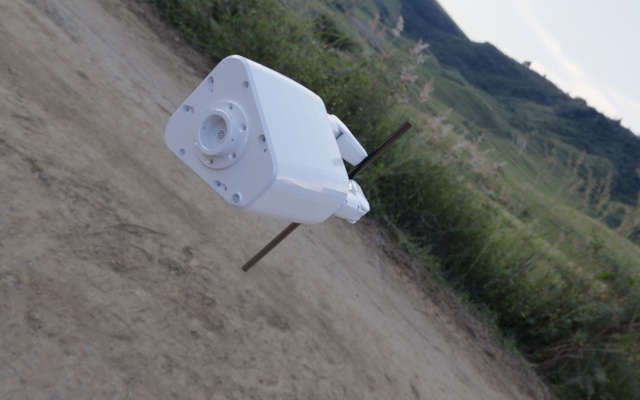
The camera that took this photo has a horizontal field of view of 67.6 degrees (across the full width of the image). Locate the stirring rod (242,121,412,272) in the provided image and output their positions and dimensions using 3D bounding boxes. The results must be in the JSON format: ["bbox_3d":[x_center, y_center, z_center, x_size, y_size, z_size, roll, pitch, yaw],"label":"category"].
[{"bbox_3d":[0.000,0.002,0.498,0.239,0.011,0.011,-41,-16,19],"label":"stirring rod"}]
